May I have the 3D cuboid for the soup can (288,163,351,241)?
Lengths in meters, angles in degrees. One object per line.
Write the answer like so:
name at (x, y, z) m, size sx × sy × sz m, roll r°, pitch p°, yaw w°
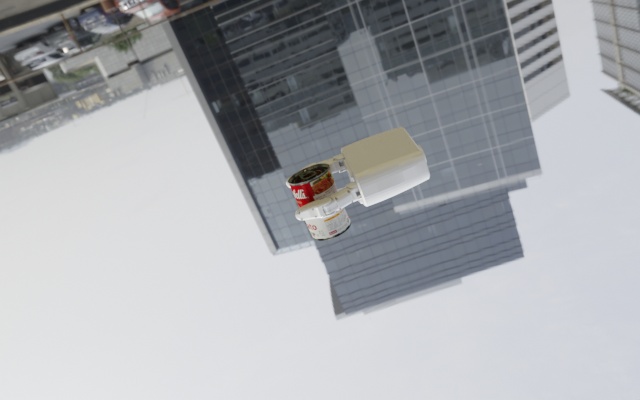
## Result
soup can at (0.000, 0.003, 0.741) m, size 0.068 × 0.102 × 0.068 m, roll -20°, pitch 20°, yaw 8°
